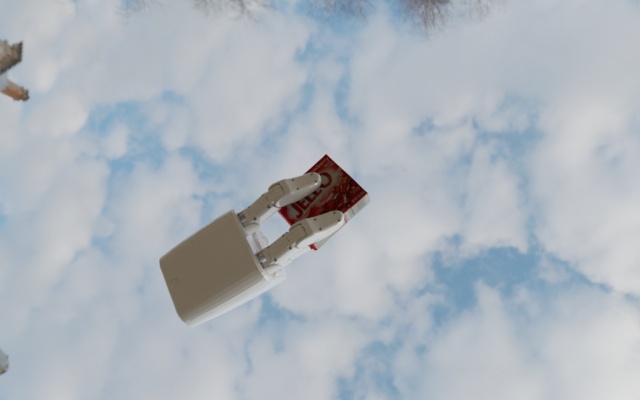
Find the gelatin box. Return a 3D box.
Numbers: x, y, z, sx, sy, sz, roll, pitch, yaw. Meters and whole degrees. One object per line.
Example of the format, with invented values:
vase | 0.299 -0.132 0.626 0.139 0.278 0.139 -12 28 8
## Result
gelatin box | 0.000 0.002 0.549 0.073 0.089 0.030 45 -7 26
